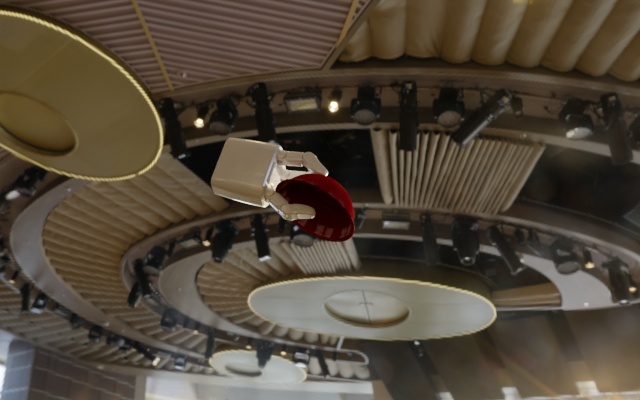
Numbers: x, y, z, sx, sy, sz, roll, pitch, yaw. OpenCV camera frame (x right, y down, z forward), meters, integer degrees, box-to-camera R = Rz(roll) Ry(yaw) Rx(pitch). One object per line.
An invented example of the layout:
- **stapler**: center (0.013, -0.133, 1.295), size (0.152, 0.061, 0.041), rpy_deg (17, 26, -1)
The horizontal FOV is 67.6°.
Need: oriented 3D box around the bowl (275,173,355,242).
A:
- **bowl**: center (0.002, 0.003, 0.863), size (0.162, 0.055, 0.162), rpy_deg (24, -33, 16)
